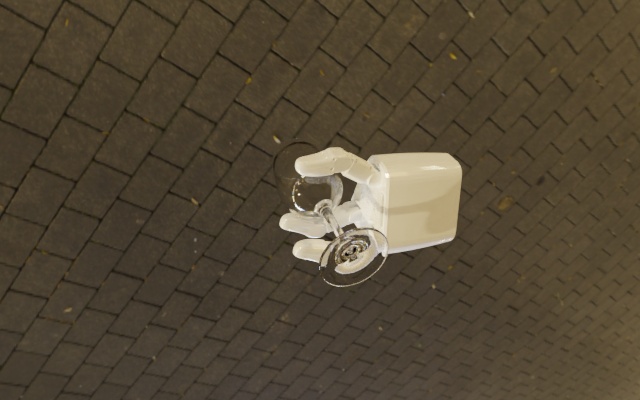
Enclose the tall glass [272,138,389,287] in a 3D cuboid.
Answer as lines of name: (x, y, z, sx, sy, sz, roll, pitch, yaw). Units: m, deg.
tall glass: (0.000, 0.002, 0.542, 0.079, 0.079, 0.201, 0, 34, -24)
